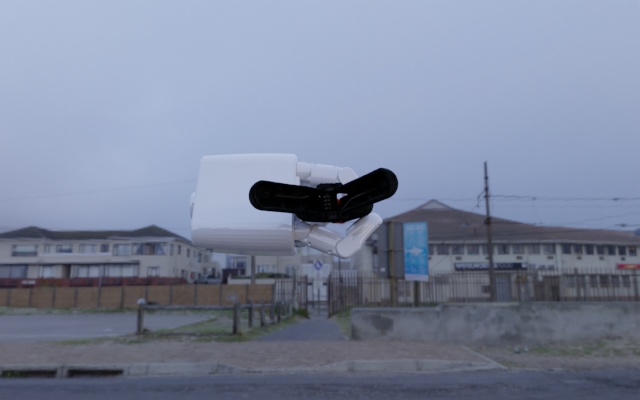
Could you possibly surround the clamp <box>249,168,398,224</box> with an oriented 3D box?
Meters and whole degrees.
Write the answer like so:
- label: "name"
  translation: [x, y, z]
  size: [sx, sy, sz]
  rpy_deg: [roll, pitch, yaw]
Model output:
- label: "clamp"
  translation: [0.000, 0.001, 0.450]
  size: [0.120, 0.039, 0.171]
  rpy_deg: [2, -11, -1]
